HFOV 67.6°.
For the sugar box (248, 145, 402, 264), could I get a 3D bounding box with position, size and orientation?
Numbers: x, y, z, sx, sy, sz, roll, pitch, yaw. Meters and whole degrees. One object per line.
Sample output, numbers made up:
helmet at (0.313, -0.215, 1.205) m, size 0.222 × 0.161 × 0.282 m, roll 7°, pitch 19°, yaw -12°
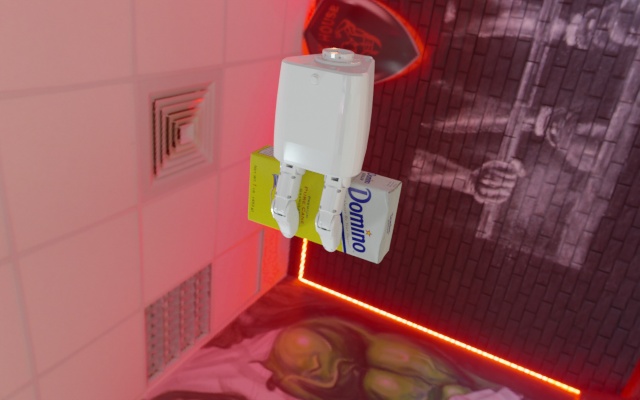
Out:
sugar box at (0.000, 0.002, 0.564) m, size 0.176 × 0.093 × 0.048 m, roll 18°, pitch 28°, yaw 23°
